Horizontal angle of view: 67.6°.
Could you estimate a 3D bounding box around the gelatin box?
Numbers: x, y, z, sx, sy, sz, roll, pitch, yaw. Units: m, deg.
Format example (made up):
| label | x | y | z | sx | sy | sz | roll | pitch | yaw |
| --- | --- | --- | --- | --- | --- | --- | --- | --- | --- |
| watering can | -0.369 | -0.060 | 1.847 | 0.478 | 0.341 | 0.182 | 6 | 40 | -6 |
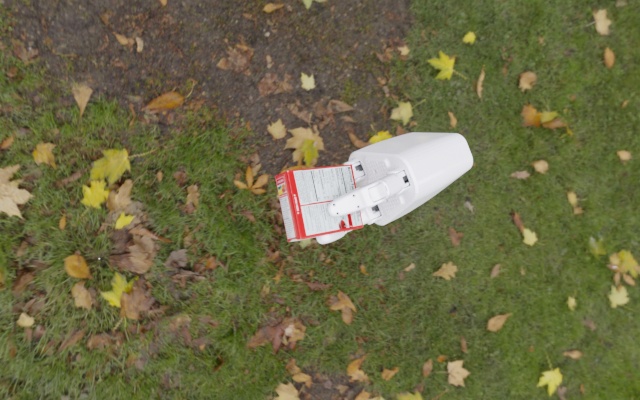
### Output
| label | x | y | z | sx | sy | sz | roll | pitch | yaw |
| --- | --- | --- | --- | --- | --- | --- | --- | --- | --- |
| gelatin box | 0.000 | 0.002 | 0.519 | 0.089 | 0.073 | 0.030 | -8 | -5 | -35 |
